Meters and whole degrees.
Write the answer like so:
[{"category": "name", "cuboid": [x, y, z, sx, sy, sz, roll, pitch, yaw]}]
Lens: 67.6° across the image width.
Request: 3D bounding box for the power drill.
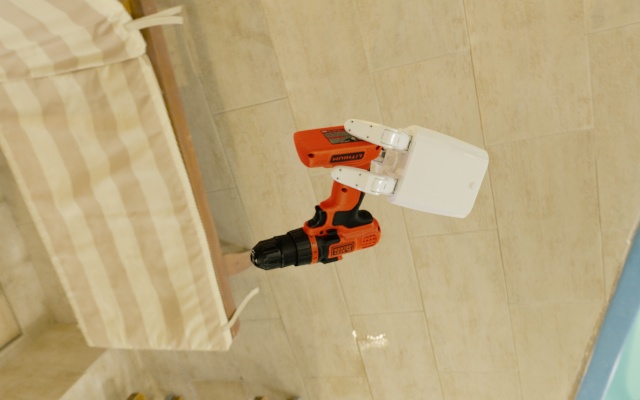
[{"category": "power drill", "cuboid": [0.000, 0.002, 0.603, 0.184, 0.188, 0.057, -12, 40, -23]}]
